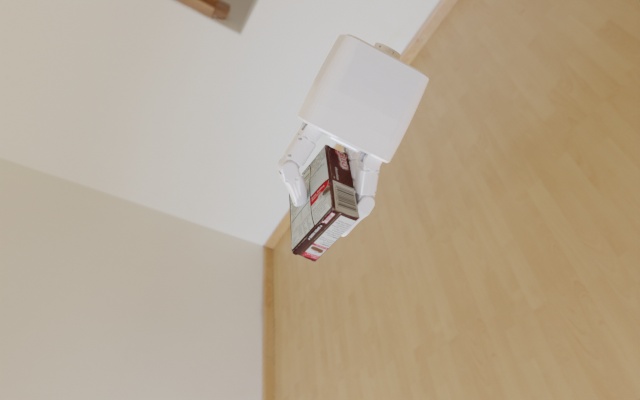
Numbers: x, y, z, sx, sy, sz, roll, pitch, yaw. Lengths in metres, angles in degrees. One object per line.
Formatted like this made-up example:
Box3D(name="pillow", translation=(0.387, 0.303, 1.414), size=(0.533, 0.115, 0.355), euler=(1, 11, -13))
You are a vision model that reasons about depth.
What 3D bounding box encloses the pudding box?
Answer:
Box3D(name="pudding box", translation=(0.000, 0.002, 0.575), size=(0.039, 0.113, 0.090), euler=(23, -51, -24))
